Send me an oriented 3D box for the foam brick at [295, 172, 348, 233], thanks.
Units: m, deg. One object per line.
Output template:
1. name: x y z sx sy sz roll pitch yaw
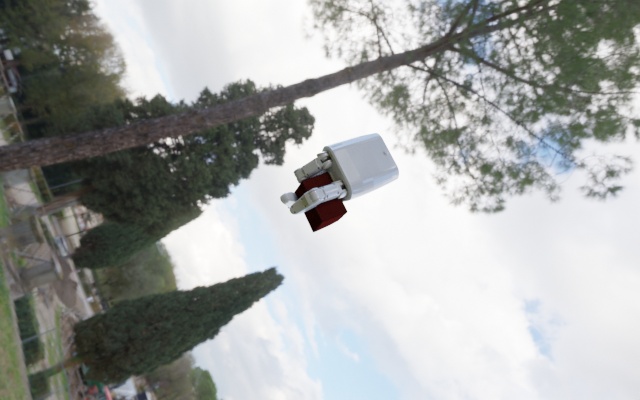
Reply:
1. foam brick: 0.000 0.003 0.785 0.051 0.078 0.053 -20 -13 -26
